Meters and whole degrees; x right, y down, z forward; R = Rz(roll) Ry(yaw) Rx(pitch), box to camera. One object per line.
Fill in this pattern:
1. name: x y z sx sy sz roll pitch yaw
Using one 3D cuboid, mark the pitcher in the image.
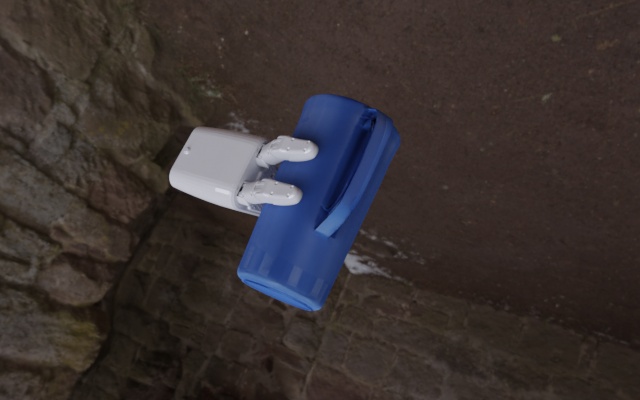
1. pitcher: 0.000 0.002 0.573 0.145 0.242 0.149 16 -18 24
